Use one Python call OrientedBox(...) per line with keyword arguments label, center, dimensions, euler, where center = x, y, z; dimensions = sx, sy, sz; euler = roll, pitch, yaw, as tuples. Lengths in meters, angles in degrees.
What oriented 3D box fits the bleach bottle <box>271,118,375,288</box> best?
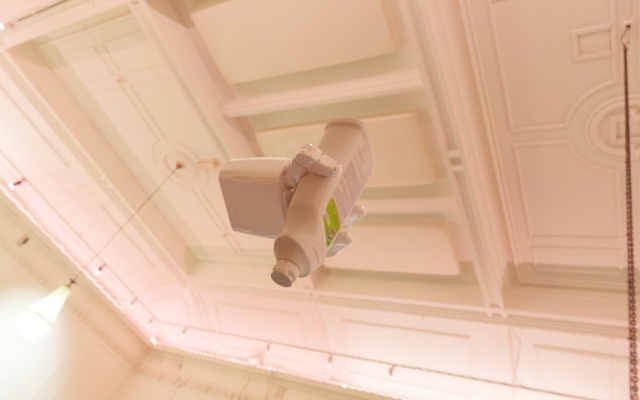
OrientedBox(label="bleach bottle", center=(0.000, 0.002, 0.630), dimensions=(0.068, 0.103, 0.250), euler=(4, 44, 29))
